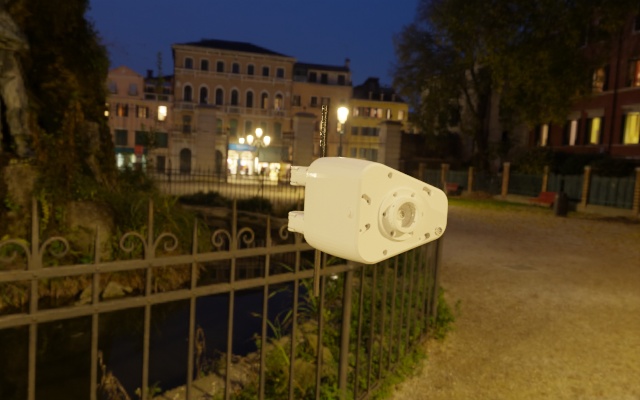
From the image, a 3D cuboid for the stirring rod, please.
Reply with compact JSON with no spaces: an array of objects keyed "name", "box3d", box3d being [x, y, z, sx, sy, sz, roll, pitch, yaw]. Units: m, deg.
[{"name":"stirring rod","box3d":[0.000,0.002,0.603,0.011,0.239,0.011,3,4,0]}]
